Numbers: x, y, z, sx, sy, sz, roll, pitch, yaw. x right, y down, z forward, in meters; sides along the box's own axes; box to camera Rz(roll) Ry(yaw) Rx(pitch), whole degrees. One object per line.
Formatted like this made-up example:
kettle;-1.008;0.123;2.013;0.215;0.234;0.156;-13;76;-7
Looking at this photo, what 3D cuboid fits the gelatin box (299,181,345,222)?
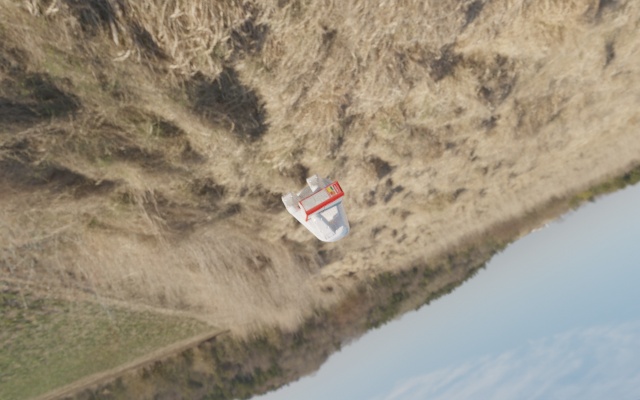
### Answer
gelatin box;0.000;0.003;0.814;0.073;0.030;0.089;-29;-7;-7
